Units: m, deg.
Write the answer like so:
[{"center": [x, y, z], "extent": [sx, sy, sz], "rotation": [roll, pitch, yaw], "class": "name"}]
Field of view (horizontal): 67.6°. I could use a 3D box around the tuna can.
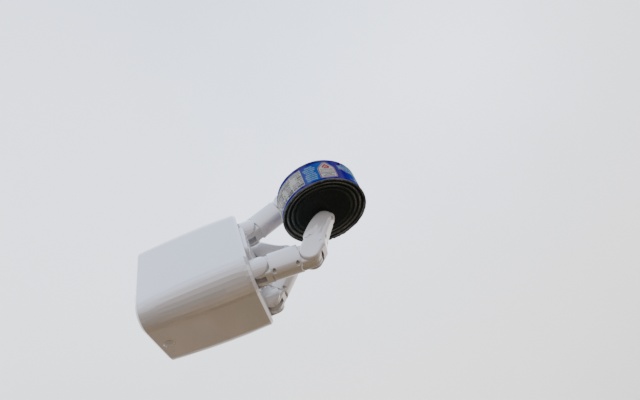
[{"center": [0.000, 0.001, 0.482], "extent": [0.086, 0.086, 0.033], "rotation": [0, 42, -23], "class": "tuna can"}]
